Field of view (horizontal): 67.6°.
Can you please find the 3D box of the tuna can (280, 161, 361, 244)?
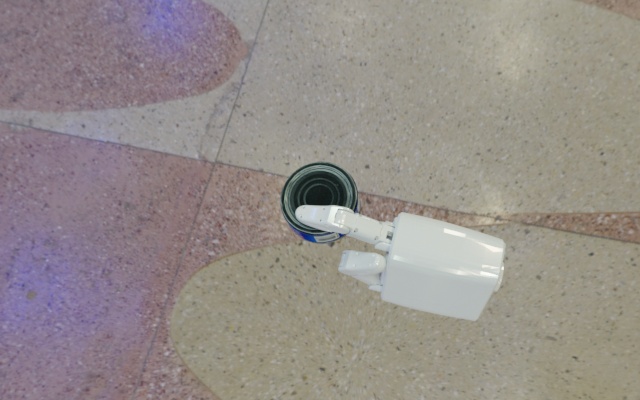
[{"bbox_3d":[0.000,0.001,0.519,0.086,0.086,0.034,0,-20,10],"label":"tuna can"}]
